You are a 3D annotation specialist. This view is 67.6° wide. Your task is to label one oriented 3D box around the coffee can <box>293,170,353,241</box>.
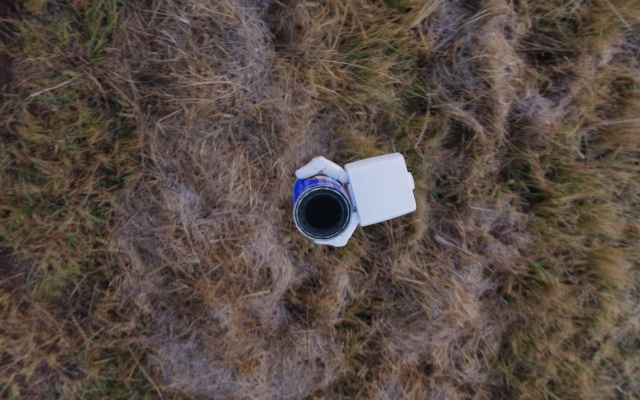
[{"bbox_3d":[0.000,0.003,0.882,0.103,0.103,0.140,0,17,-3],"label":"coffee can"}]
